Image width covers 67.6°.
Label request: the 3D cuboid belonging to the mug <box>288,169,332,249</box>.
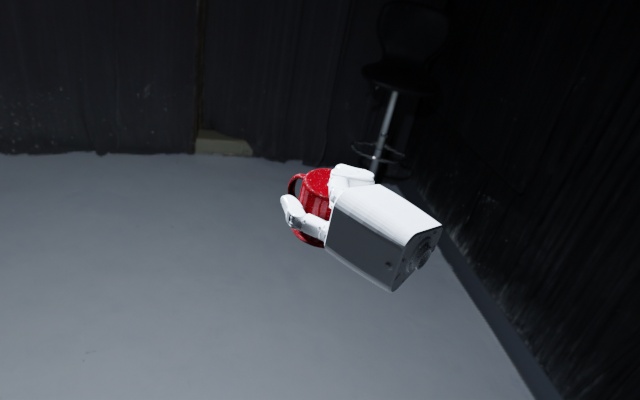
[{"bbox_3d":[-0.001,0.001,0.687,0.117,0.081,0.093,34,39,28],"label":"mug"}]
